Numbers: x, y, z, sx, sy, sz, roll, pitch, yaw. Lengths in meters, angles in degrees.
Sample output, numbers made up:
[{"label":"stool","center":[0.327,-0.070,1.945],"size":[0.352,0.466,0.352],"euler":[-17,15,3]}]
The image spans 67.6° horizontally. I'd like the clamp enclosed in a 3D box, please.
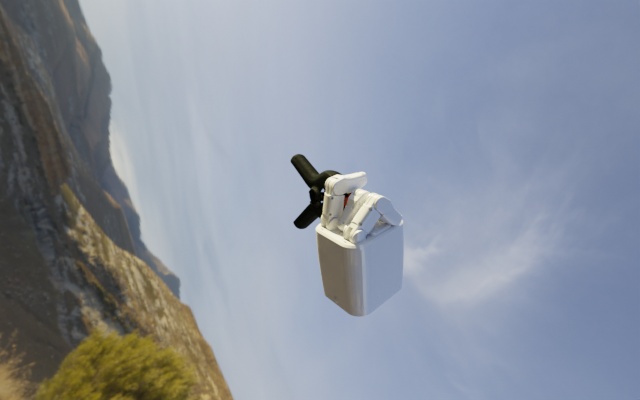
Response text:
[{"label":"clamp","center":[0.001,0.002,0.715],"size":[0.039,0.120,0.171],"euler":[-12,21,-26]}]
